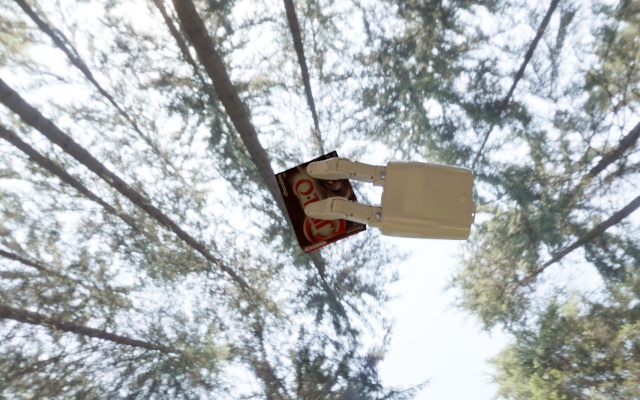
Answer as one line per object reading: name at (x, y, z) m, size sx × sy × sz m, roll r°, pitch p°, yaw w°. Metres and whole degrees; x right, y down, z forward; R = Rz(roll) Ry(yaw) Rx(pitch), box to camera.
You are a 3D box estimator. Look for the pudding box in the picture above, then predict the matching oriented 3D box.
pudding box at (0.000, 0.002, 0.628) m, size 0.090 × 0.113 × 0.039 m, roll -21°, pitch -22°, yaw 0°
